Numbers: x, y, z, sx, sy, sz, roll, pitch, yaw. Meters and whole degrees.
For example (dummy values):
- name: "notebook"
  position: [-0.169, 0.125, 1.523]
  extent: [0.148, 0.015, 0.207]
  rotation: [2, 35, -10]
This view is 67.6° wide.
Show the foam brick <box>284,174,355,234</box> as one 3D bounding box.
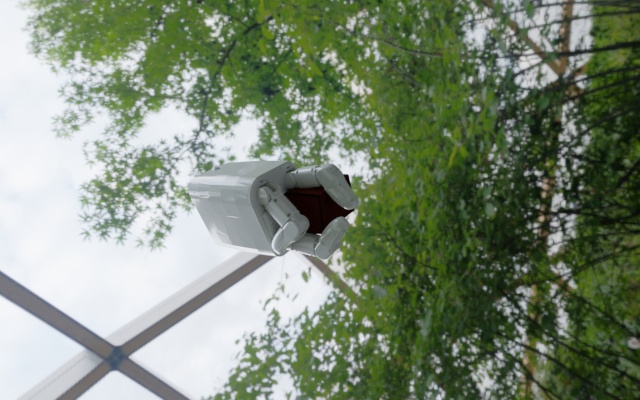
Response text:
- name: "foam brick"
  position: [0.000, 0.002, 0.595]
  extent: [0.051, 0.053, 0.078]
  rotation: [3, 22, 32]
